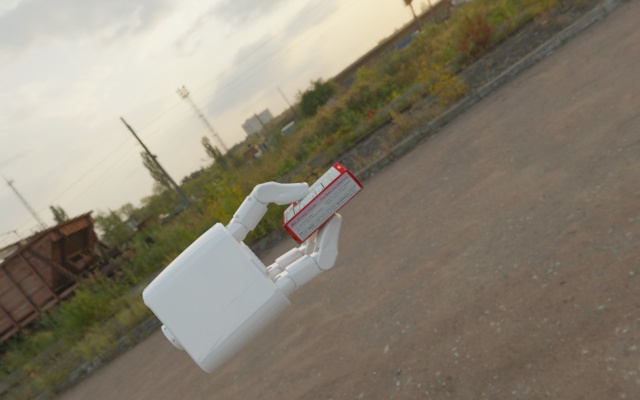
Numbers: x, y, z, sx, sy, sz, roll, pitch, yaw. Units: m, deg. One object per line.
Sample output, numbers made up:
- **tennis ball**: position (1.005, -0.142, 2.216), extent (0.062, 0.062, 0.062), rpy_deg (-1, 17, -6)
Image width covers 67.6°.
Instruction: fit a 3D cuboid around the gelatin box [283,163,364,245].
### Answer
- **gelatin box**: position (0.000, 0.001, 0.513), extent (0.089, 0.030, 0.073), rpy_deg (-43, 10, 3)
